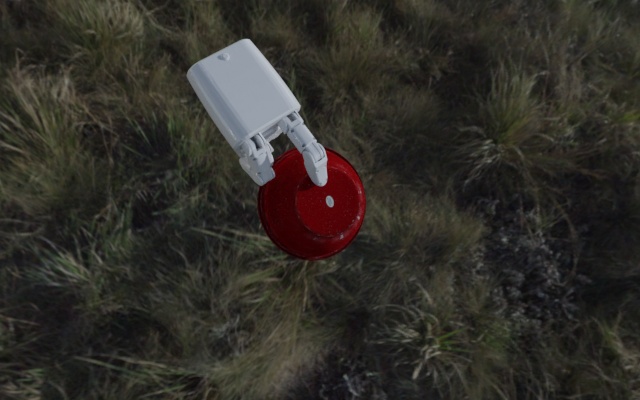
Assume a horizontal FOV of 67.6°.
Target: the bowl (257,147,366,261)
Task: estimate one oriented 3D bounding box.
[{"bbox_3d":[0.001,0.003,0.642,0.162,0.162,0.055,0,-2,-22],"label":"bowl"}]
